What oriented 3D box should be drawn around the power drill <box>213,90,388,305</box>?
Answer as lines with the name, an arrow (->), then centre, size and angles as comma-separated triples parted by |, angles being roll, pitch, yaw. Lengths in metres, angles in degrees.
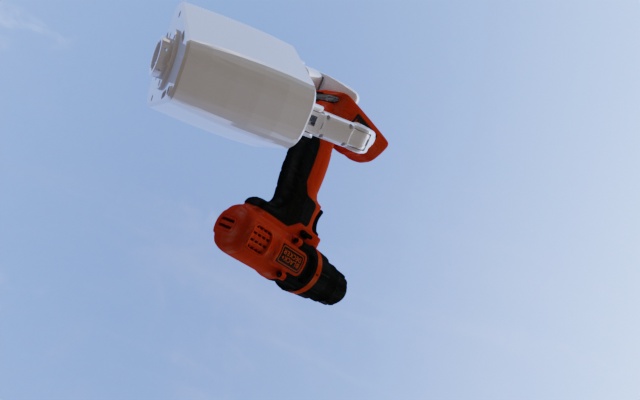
power drill -> 0.000, 0.001, 0.478 | 0.057, 0.187, 0.184 | 13, -18, 40
